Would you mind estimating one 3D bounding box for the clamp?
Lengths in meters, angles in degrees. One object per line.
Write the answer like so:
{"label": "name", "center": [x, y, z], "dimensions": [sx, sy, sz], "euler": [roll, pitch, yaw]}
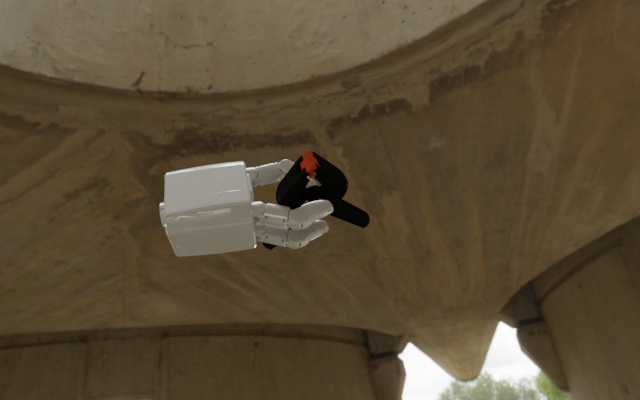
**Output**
{"label": "clamp", "center": [0.000, 0.001, 0.648], "dimensions": [0.164, 0.036, 0.210], "euler": [-10, -29, -11]}
